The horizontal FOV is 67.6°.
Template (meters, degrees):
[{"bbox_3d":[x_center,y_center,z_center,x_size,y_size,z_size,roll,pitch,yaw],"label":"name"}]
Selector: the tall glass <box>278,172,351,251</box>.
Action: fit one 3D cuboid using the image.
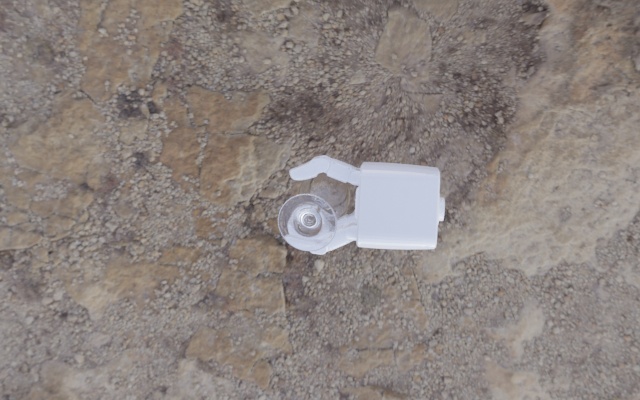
[{"bbox_3d":[0.000,0.002,0.680,0.079,0.079,0.201,0,15,9],"label":"tall glass"}]
